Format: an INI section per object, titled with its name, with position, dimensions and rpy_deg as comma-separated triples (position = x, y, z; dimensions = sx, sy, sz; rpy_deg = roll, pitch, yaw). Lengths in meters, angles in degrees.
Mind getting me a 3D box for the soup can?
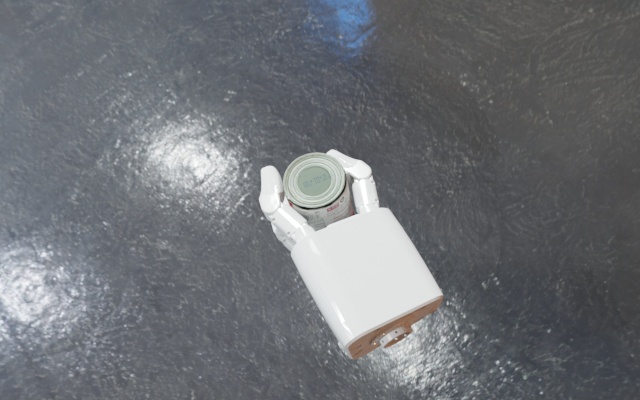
[soup can]
position = 0.000, 0.001, 0.528
dimensions = 0.068, 0.068, 0.102
rpy_deg = 0, -27, 9
